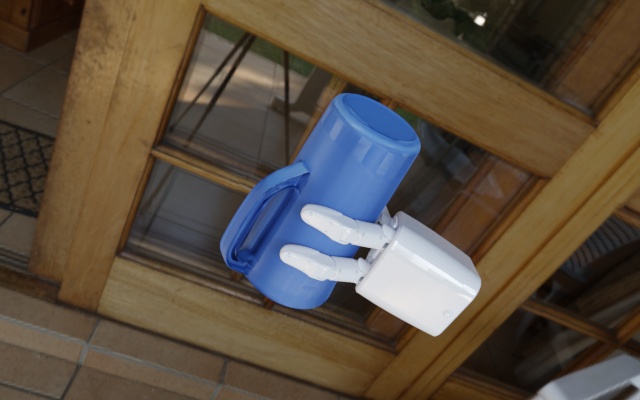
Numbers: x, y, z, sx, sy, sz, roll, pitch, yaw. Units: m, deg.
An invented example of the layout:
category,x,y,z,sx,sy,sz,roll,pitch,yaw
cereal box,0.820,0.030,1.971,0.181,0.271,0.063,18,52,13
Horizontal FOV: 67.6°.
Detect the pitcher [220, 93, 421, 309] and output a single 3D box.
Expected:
category,x,y,z,sx,sy,sz,roll,pitch,yaw
pitcher,0.000,0.002,0.554,0.145,0.243,0.149,32,29,1
